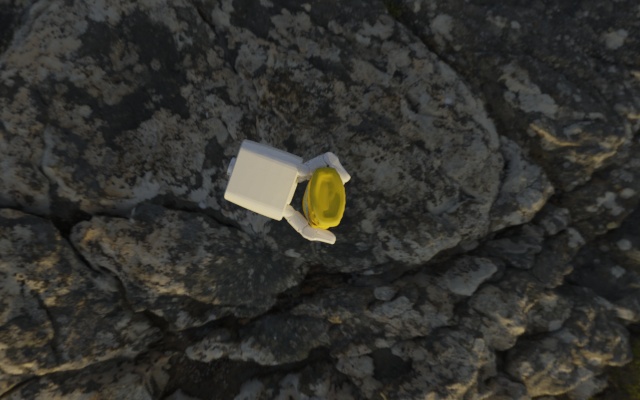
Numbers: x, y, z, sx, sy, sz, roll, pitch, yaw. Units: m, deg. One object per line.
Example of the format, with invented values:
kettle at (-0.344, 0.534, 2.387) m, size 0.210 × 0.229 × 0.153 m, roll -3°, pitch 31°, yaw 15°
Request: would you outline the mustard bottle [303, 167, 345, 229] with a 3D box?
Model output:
mustard bottle at (0.001, 0.003, 0.853) m, size 0.058 × 0.096 × 0.191 m, roll -5°, pitch -6°, yaw -8°
